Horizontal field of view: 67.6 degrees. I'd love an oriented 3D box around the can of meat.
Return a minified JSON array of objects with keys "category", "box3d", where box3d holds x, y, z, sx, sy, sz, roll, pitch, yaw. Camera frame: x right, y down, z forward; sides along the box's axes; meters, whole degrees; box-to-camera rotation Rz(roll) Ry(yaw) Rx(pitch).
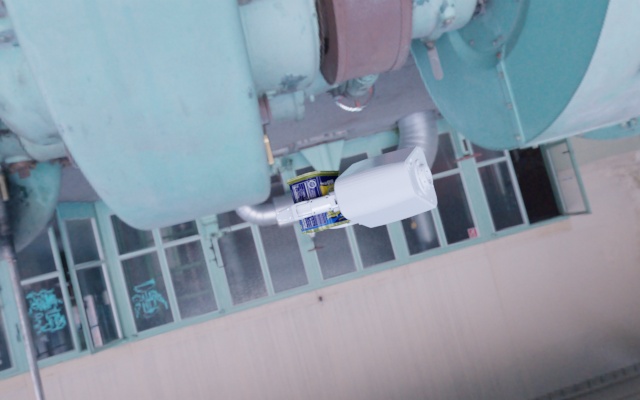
[{"category":"can of meat","box3d":[0.000,0.003,0.721,0.057,0.084,0.102,-17,-4,25]}]
